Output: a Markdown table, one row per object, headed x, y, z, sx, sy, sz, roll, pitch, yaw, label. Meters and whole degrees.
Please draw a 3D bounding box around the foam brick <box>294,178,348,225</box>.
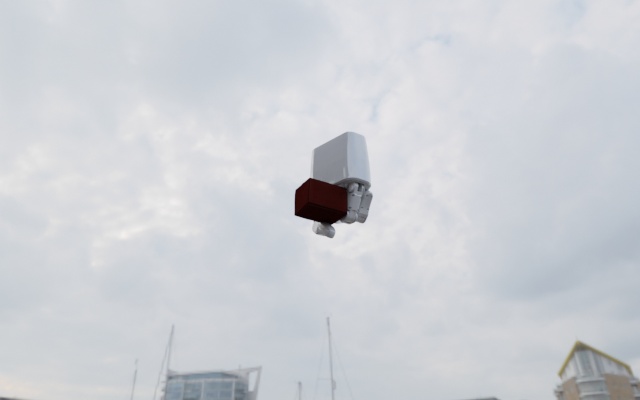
| x | y | z | sx | sy | sz | roll | pitch | yaw | label |
| --- | --- | --- | --- | --- | --- | --- | --- | --- | --- |
| 0.000 | 0.003 | 0.814 | 0.078 | 0.051 | 0.053 | 16 | -32 | -28 | foam brick |
